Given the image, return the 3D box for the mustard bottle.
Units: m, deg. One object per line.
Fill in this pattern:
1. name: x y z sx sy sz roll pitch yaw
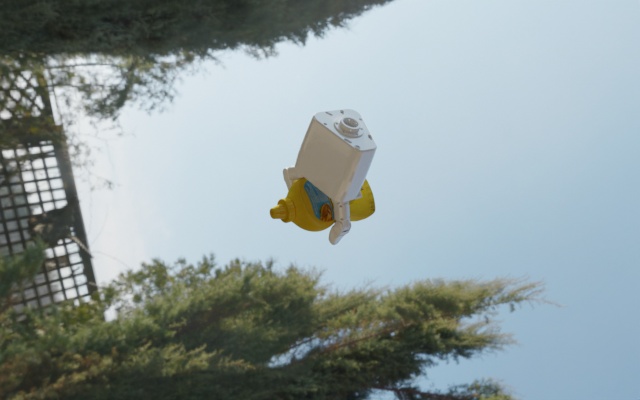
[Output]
1. mustard bottle: 0.000 0.003 0.819 0.191 0.096 0.058 -13 -14 -34
